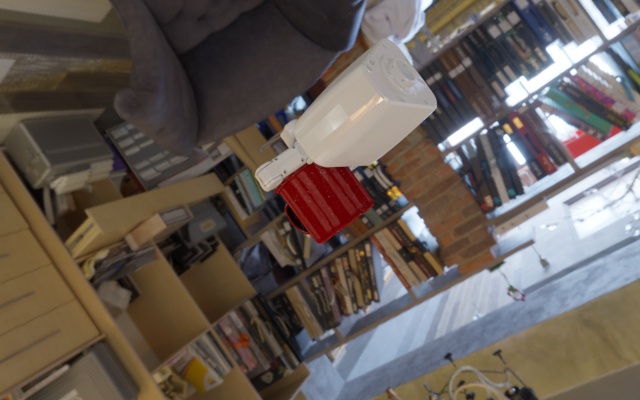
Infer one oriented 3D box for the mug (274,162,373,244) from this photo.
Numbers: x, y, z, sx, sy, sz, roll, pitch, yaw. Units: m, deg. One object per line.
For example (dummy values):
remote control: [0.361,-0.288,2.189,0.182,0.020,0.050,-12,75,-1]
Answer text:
mug: [-0.001,0.003,0.562,0.117,0.081,0.093,-39,-5,41]
